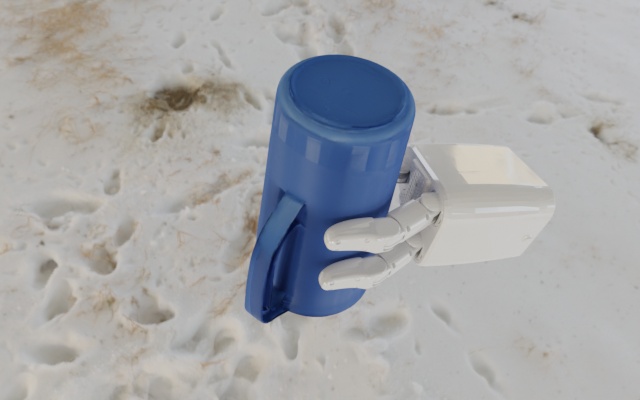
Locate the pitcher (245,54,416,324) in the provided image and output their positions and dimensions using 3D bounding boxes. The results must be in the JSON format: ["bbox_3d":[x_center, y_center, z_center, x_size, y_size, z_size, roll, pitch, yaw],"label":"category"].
[{"bbox_3d":[0.000,0.001,0.440,0.145,0.149,0.243,-2,-40,-11],"label":"pitcher"}]
